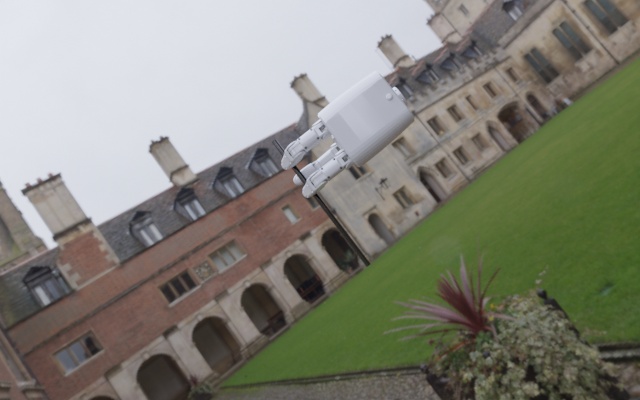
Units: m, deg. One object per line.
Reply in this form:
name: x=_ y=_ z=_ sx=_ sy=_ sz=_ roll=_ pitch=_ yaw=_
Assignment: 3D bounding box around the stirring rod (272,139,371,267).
stirring rod: x=0.000 y=0.002 z=0.730 sx=0.011 sy=0.239 sz=0.011 roll=-37 pitch=-6 yaw=-5
